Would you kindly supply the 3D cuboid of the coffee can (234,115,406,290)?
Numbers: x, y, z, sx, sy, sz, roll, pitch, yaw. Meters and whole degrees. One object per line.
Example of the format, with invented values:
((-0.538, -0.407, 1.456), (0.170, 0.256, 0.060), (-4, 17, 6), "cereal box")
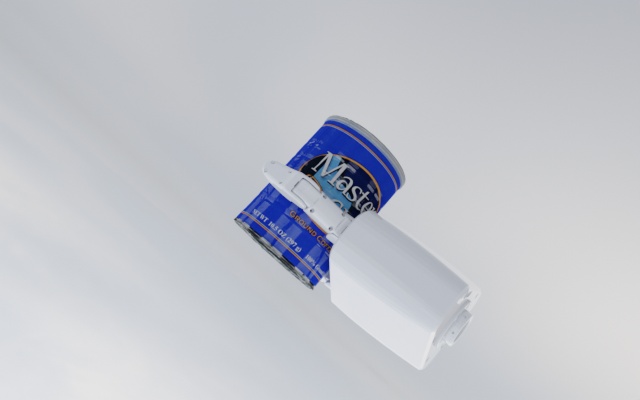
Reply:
((0.000, 0.001, 0.471), (0.103, 0.140, 0.103), (40, -11, 9), "coffee can")
